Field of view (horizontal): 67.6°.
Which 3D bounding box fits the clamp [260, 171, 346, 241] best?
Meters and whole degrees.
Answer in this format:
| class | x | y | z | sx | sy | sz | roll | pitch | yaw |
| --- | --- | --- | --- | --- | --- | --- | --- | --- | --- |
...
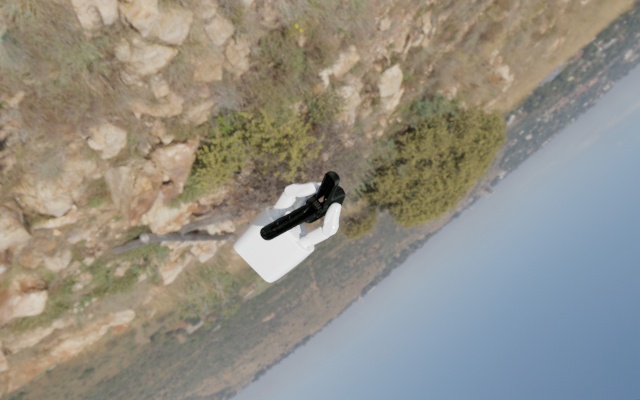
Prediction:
| class | x | y | z | sx | sy | sz | roll | pitch | yaw |
| --- | --- | --- | --- | --- | --- | --- | --- | --- | --- |
| clamp | 0.001 | 0.004 | 0.843 | 0.164 | 0.036 | 0.210 | -40 | -12 | 23 |
